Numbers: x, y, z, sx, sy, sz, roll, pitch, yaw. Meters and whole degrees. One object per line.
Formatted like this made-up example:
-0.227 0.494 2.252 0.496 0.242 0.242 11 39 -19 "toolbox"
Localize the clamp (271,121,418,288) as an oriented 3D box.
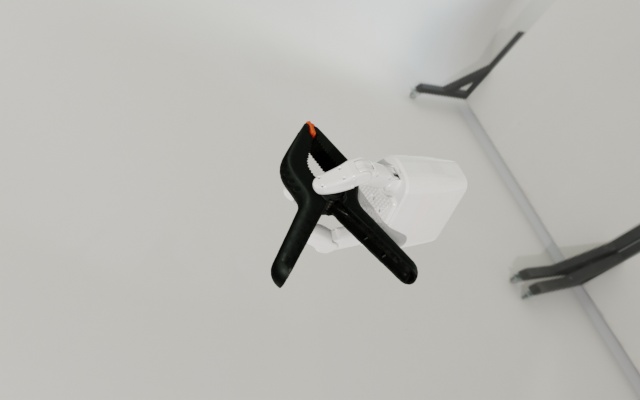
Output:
0.000 0.001 0.503 0.164 0.210 0.036 -1 -34 -35 "clamp"
